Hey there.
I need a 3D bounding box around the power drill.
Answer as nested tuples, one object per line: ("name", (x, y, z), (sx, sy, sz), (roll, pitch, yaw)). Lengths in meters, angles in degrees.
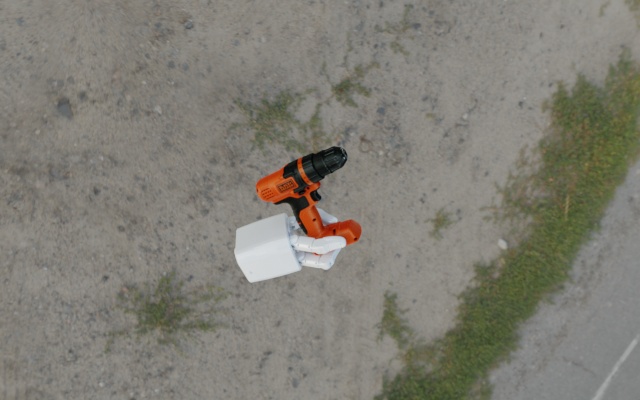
("power drill", (0.000, 0.003, 0.876), (0.184, 0.188, 0.057), (-22, 25, 25))
